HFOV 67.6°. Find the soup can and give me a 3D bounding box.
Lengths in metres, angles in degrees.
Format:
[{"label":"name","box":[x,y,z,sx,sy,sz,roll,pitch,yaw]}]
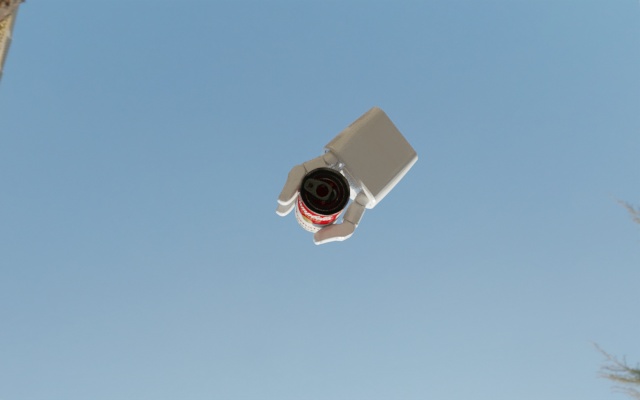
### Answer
[{"label":"soup can","box":[0.000,0.003,0.676,0.068,0.068,0.102,0,-17,-8]}]
